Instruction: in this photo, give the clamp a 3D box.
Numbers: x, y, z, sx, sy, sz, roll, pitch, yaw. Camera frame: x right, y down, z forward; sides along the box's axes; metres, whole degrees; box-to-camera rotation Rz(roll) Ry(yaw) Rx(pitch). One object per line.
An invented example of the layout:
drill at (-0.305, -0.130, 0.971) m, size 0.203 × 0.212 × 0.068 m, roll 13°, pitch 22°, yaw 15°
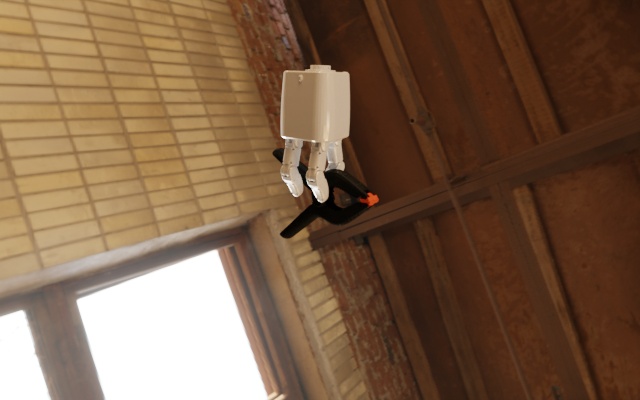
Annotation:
clamp at (0.001, 0.002, 0.811) m, size 0.210 × 0.164 × 0.036 m, roll 12°, pitch 20°, yaw 35°
